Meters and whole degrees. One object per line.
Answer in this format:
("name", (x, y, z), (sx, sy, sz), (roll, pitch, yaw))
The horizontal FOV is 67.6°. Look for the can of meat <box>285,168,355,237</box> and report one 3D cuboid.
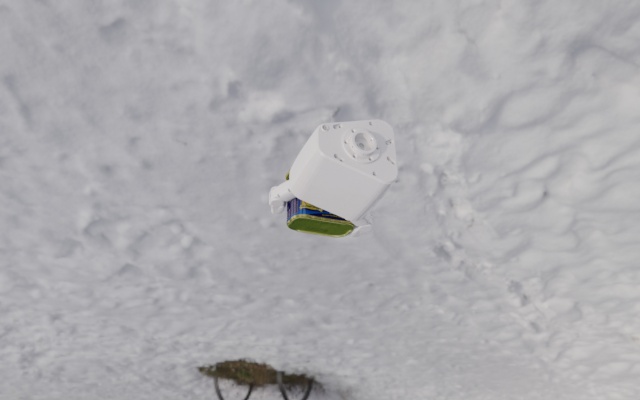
("can of meat", (0.000, 0.003, 0.699), (0.102, 0.084, 0.057), (10, -29, -20))
